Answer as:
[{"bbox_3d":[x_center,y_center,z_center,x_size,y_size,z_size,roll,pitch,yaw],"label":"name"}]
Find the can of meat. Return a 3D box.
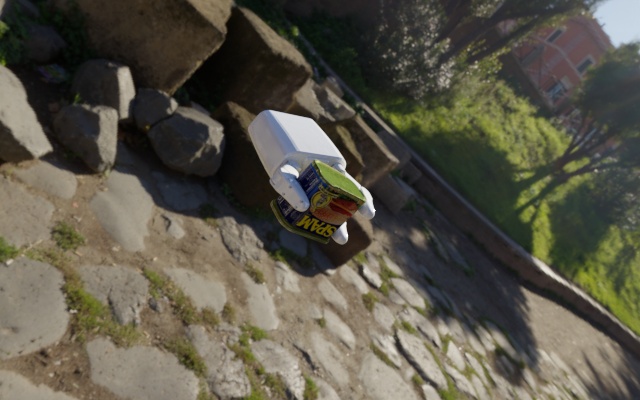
[{"bbox_3d":[0.000,0.002,0.634,0.102,0.084,0.057,25,26,-46],"label":"can of meat"}]
